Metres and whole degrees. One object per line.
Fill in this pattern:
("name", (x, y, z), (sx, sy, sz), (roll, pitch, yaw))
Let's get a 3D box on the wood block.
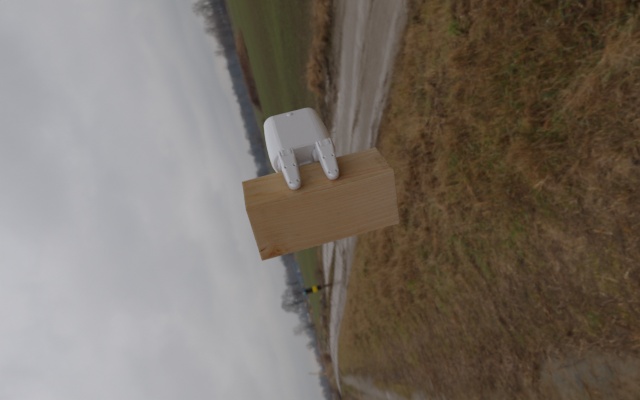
("wood block", (0.000, 0.002, 0.695), (0.206, 0.091, 0.090), (-15, 31, -5))
